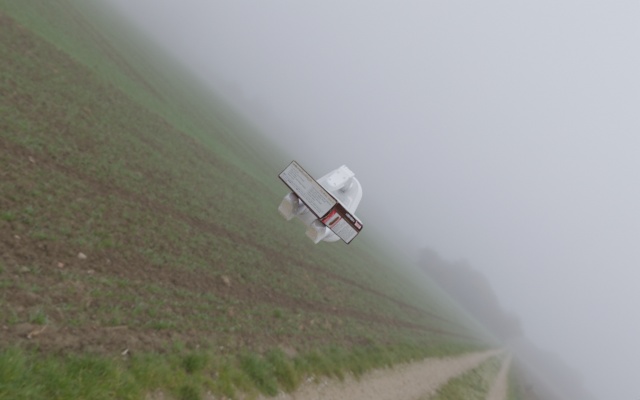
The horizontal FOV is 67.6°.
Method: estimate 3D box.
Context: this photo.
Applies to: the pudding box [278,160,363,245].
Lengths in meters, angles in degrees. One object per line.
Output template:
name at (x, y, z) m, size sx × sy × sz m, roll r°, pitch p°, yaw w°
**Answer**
pudding box at (0.000, 0.002, 0.677) m, size 0.113 × 0.039 × 0.090 m, roll 42°, pitch 0°, yaw 38°
